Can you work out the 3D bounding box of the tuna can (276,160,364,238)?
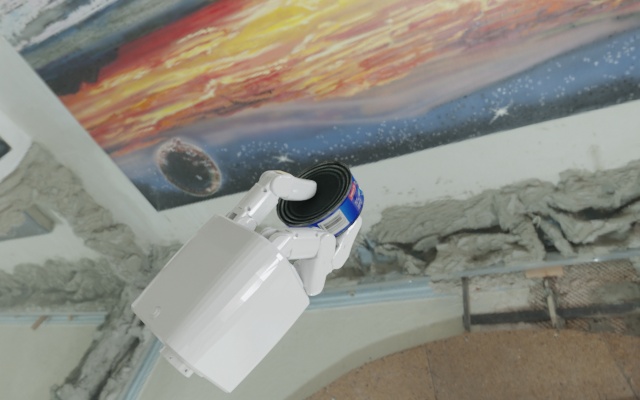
[{"bbox_3d":[0.000,0.002,0.484,0.086,0.086,0.034,0,-41,39],"label":"tuna can"}]
